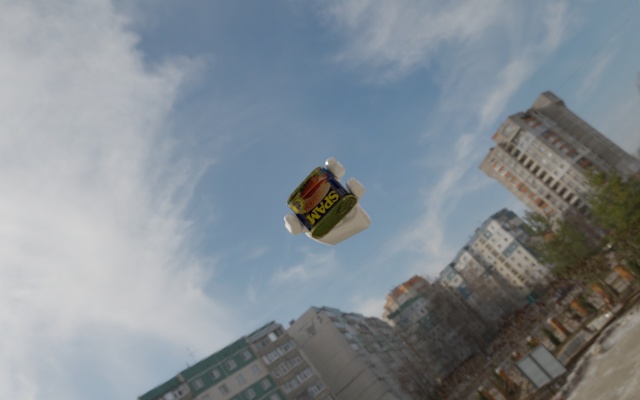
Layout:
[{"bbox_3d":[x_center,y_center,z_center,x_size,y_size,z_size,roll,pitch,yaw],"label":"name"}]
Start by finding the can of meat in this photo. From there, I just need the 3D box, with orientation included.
[{"bbox_3d":[0.000,0.003,0.849,0.084,0.102,0.057,48,9,25],"label":"can of meat"}]
